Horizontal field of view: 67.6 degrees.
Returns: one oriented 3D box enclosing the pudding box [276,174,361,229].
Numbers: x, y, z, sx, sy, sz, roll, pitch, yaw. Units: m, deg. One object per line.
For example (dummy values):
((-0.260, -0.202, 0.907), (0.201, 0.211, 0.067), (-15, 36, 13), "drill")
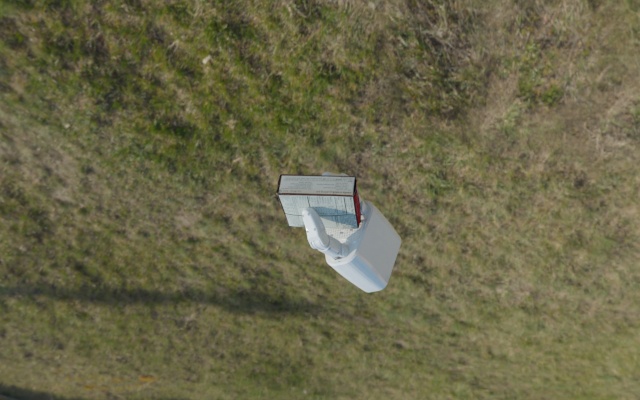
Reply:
((0.000, 0.002, 0.692), (0.113, 0.039, 0.090), (1, -34, 9), "pudding box")
